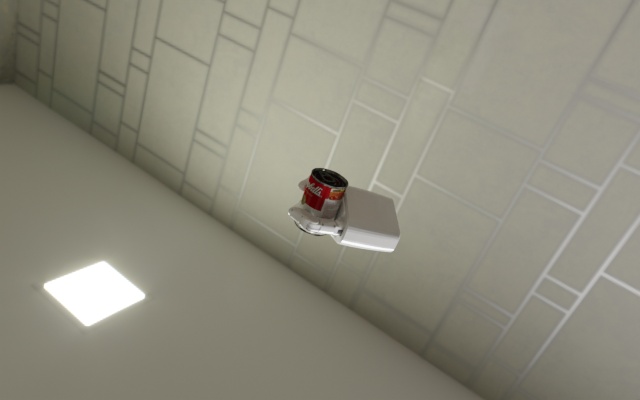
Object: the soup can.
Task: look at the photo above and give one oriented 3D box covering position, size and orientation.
[{"bbox_3d":[0.000,0.003,0.841,0.068,0.102,0.068,17,26,-9],"label":"soup can"}]
